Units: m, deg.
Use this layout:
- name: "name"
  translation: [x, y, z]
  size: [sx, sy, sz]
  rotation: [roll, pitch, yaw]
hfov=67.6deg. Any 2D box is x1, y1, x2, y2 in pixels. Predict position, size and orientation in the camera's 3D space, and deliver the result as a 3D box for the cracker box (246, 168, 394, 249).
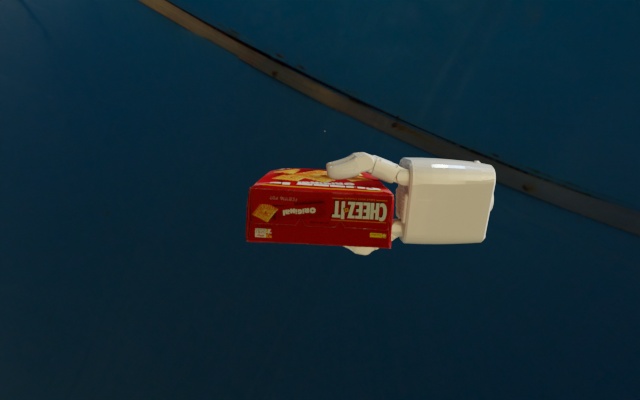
- name: "cracker box"
  translation: [0.000, 0.002, 0.629]
  size: [0.164, 0.072, 0.213]
  rotation: [2, 8, 0]
